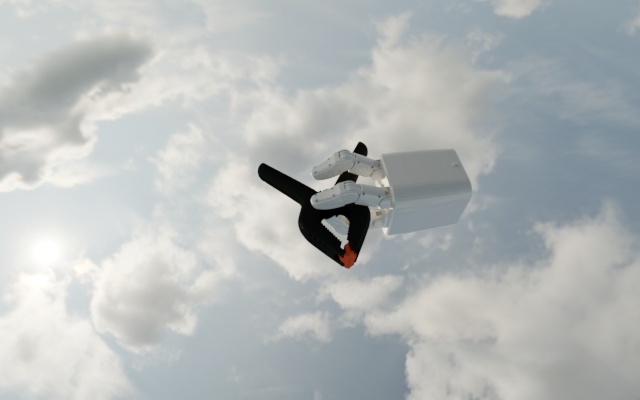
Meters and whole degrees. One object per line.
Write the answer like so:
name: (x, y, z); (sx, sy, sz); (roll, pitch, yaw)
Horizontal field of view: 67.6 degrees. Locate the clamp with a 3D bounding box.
clamp: (0.000, 0.003, 0.642); (0.164, 0.209, 0.036); (-9, -43, -1)
